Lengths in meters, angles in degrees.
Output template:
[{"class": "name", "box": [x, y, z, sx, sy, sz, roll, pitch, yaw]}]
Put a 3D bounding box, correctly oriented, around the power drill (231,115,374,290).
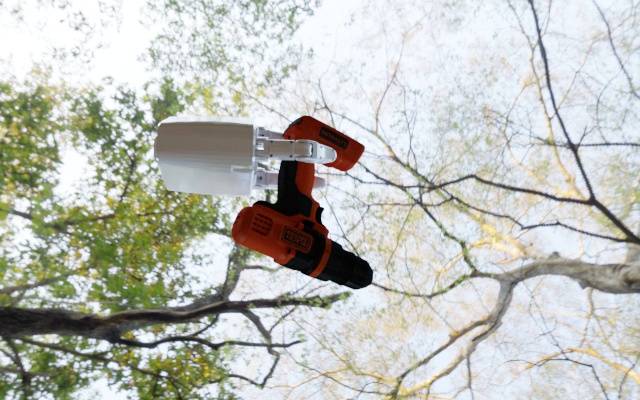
[{"class": "power drill", "box": [0.000, 0.001, 0.590, 0.184, 0.187, 0.057, 26, -30, -21]}]
